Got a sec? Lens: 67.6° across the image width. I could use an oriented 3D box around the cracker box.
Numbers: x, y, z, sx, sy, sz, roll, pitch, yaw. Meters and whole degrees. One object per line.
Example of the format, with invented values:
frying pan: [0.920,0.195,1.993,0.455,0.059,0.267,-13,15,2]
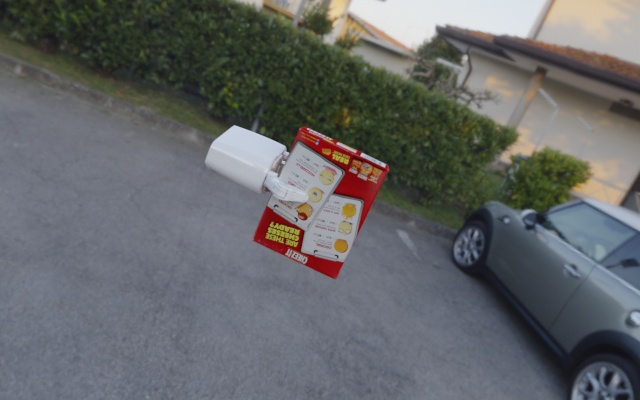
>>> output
cracker box: [0.000,0.003,0.828,0.164,0.214,0.072,25,14,3]
